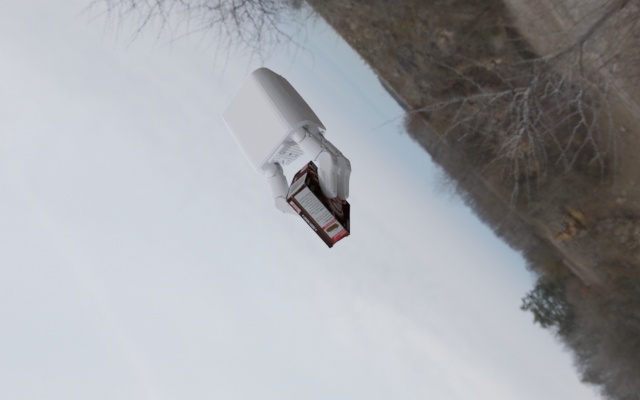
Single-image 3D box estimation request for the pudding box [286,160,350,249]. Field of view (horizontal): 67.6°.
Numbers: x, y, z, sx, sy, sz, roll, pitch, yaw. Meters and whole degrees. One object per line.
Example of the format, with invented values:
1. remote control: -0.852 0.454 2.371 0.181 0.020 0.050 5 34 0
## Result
1. pudding box: 0.000 0.002 0.645 0.039 0.090 0.113 -39 13 17
